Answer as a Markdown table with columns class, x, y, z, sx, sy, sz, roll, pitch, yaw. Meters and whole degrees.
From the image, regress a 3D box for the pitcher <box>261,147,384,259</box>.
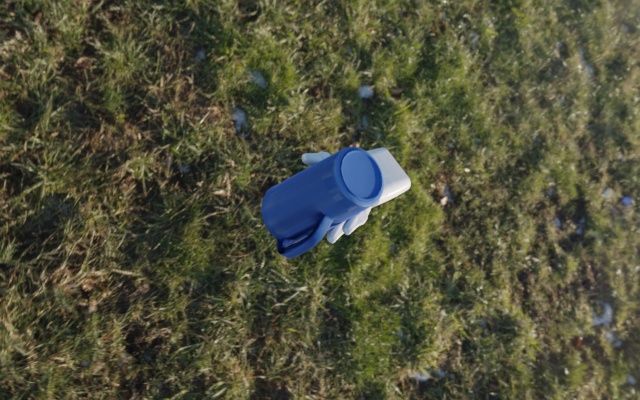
| class | x | y | z | sx | sy | sz | roll | pitch | yaw |
| --- | --- | --- | --- | --- | --- | --- | --- | --- | --- |
| pitcher | 0.000 | 0.003 | 0.880 | 0.145 | 0.149 | 0.243 | -20 | -5 | -39 |
